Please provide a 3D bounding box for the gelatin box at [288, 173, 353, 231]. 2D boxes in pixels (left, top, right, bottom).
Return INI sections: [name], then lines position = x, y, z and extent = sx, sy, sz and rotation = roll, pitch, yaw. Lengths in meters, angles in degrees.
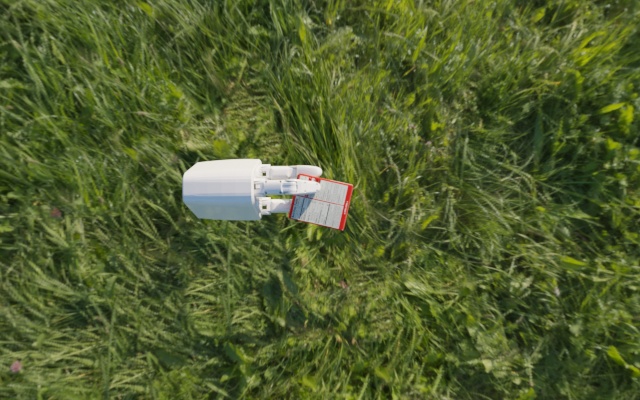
[gelatin box]
position = 0.000, 0.002, 0.748
extent = 0.089, 0.073, 0.030
rotation = 12, -2, 0
